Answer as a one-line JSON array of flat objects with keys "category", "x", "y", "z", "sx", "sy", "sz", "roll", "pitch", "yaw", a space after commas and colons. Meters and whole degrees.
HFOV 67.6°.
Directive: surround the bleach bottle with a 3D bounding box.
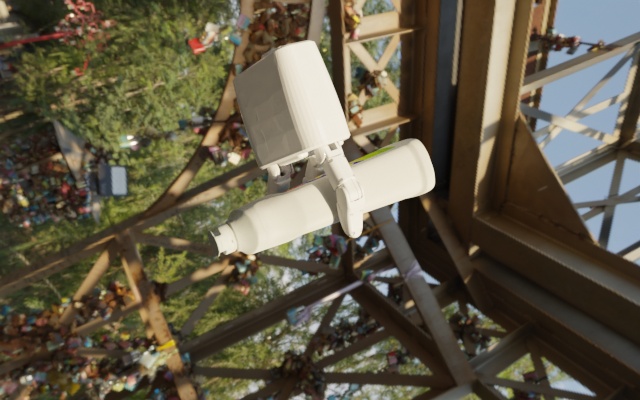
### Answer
[{"category": "bleach bottle", "x": 0.000, "y": 0.002, "z": 0.529, "sx": 0.251, "sy": 0.068, "sz": 0.102, "roll": -21, "pitch": 3, "yaw": -26}]
